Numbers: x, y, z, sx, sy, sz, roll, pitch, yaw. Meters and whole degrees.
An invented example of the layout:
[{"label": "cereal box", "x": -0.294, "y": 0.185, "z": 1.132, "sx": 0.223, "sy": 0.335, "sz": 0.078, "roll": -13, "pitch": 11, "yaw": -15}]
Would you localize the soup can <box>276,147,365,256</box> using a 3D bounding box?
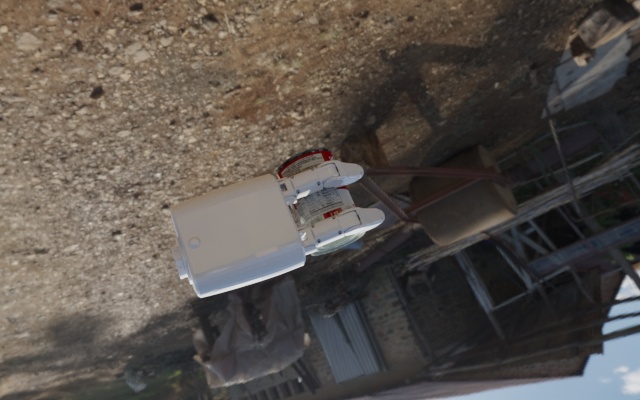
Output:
[{"label": "soup can", "x": 0.001, "y": 0.002, "z": 0.531, "sx": 0.068, "sy": 0.102, "sz": 0.068, "roll": -21, "pitch": -16, "yaw": -6}]
